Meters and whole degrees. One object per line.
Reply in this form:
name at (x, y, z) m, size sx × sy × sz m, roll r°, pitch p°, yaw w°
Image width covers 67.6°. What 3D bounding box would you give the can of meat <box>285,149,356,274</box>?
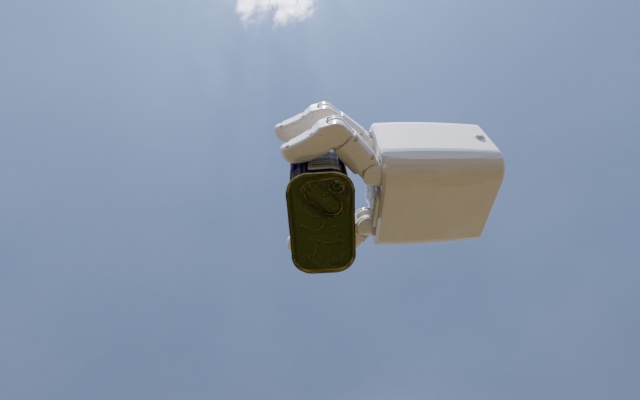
can of meat at (0.000, 0.001, 0.443) m, size 0.057 × 0.102 × 0.084 m, roll -4°, pitch 30°, yaw 0°
